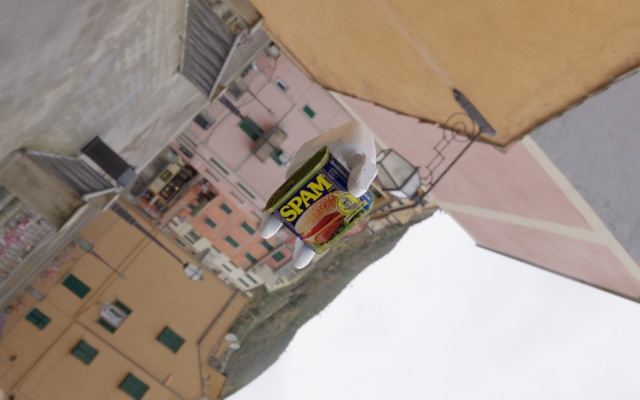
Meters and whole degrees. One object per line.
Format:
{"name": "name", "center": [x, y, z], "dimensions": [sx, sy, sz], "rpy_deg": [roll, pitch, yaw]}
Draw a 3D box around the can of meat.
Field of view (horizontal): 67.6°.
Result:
{"name": "can of meat", "center": [0.000, 0.002, 0.559], "dimensions": [0.102, 0.084, 0.057], "rpy_deg": [-41, 16, 19]}
